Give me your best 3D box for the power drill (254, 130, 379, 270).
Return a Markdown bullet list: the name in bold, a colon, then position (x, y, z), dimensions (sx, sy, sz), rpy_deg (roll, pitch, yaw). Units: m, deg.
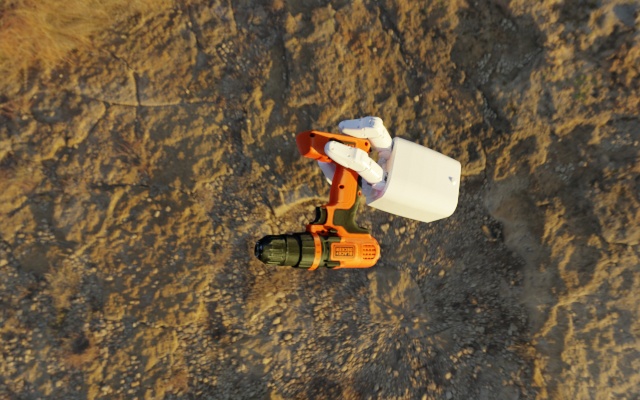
- **power drill**: position (0.000, 0.002, 0.662), dimensions (0.184, 0.187, 0.057), rpy_deg (5, -3, -29)
